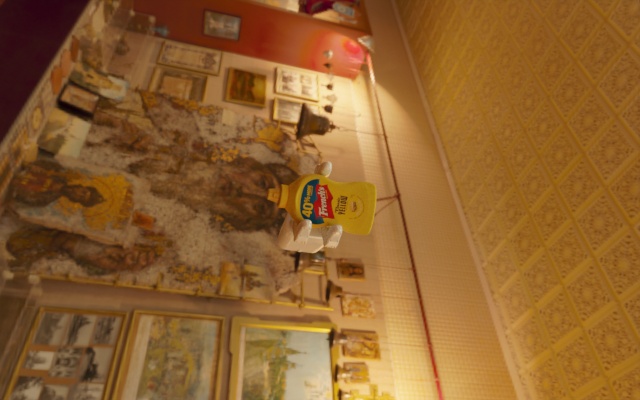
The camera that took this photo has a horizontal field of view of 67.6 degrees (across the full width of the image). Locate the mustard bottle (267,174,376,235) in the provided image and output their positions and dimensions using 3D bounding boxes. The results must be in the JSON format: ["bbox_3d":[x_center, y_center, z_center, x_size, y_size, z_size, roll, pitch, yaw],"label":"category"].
[{"bbox_3d":[0.000,0.003,0.850,0.191,0.096,0.058,9,0,-13],"label":"mustard bottle"}]
